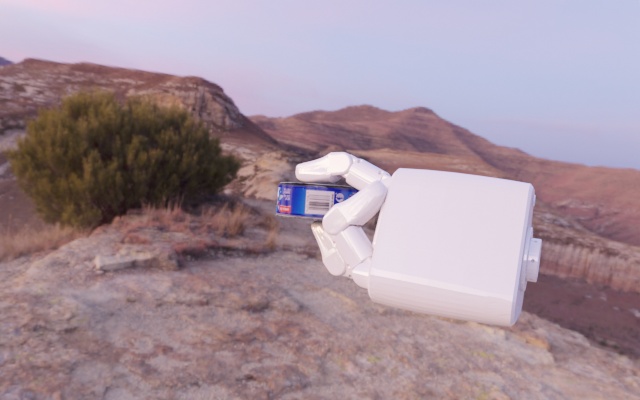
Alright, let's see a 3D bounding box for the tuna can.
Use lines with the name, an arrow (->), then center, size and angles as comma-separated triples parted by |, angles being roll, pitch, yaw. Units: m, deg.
tuna can -> 0.000, 0.001, 0.466 | 0.086, 0.034, 0.086 | 4, 0, 0
